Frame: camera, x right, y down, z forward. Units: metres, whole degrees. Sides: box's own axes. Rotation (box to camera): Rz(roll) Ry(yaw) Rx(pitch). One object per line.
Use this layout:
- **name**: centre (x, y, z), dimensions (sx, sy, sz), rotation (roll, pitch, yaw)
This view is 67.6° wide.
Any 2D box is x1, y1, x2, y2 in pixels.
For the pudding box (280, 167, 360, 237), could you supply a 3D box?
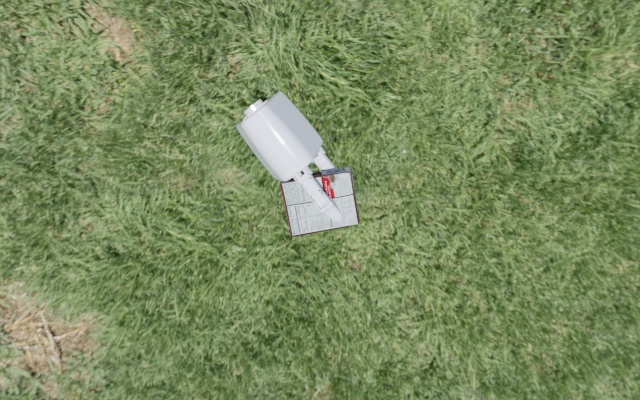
- **pudding box**: centre (0.000, 0.002, 0.749), dimensions (0.113, 0.090, 0.039), rotation (-10, 13, 2)
